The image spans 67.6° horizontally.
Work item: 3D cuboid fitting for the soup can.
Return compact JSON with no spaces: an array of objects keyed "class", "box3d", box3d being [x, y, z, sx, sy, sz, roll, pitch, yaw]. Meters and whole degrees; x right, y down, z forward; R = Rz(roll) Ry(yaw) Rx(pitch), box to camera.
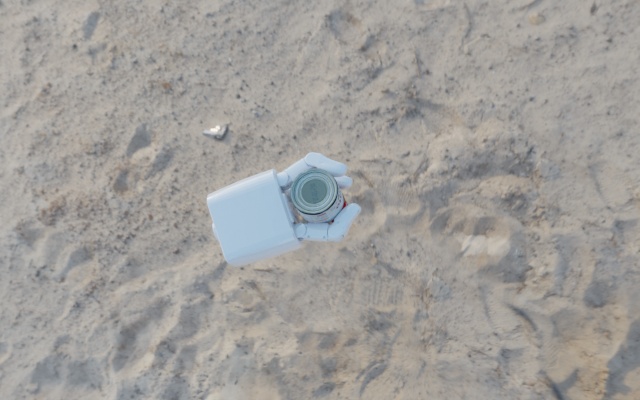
[{"class":"soup can","box3d":[0.001,0.002,0.680,0.068,0.068,0.102,0,-18,12]}]
